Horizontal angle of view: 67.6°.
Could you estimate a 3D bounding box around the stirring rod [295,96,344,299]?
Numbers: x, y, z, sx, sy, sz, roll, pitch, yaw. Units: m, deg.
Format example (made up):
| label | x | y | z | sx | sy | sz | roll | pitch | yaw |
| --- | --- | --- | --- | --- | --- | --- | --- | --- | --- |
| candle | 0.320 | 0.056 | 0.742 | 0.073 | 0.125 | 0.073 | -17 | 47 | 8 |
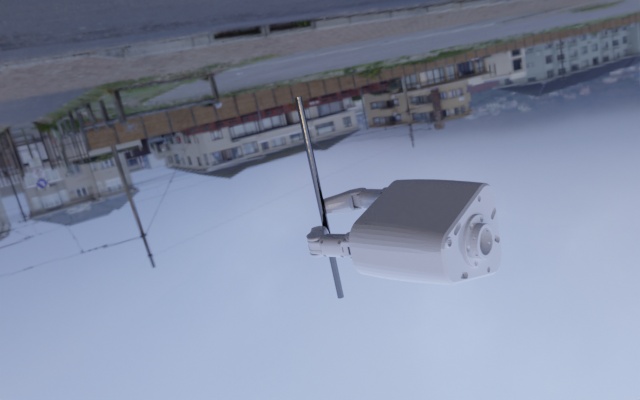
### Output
| label | x | y | z | sx | sy | sz | roll | pitch | yaw |
| --- | --- | --- | --- | --- | --- | --- | --- | --- | --- |
| stirring rod | 0.000 | 0.002 | 0.548 | 0.011 | 0.239 | 0.011 | -11 | 13 | 3 |
